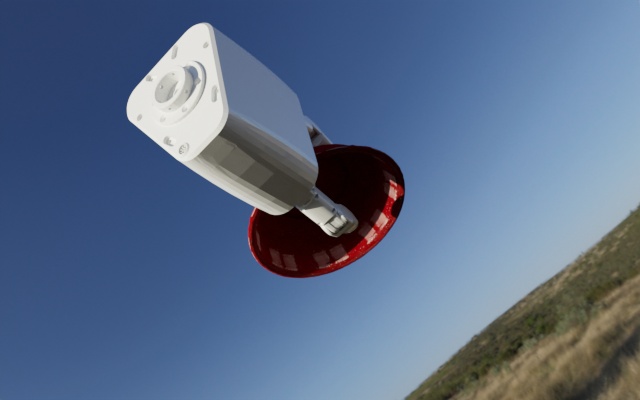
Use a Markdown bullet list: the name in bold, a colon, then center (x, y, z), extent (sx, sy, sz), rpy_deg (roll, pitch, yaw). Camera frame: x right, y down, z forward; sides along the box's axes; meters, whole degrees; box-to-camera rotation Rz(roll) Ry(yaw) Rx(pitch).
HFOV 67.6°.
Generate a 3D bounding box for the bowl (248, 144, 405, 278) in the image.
- **bowl**: center (0.000, 0.002, 0.473), extent (0.162, 0.162, 0.055), rpy_deg (0, 38, -29)
